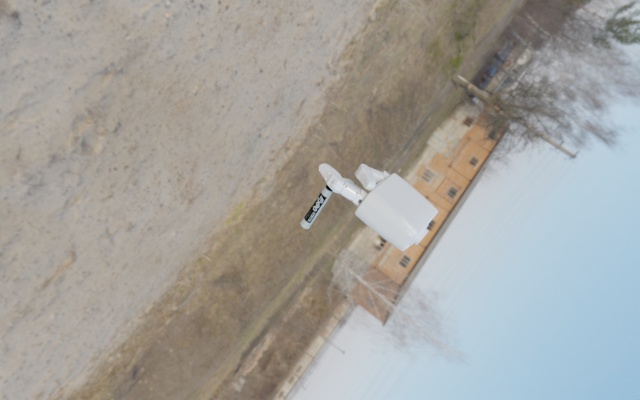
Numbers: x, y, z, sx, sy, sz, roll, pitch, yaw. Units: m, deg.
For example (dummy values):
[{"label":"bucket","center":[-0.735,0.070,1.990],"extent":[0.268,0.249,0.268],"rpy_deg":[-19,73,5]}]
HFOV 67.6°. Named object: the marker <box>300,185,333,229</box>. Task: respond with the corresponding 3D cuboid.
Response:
[{"label":"marker","center":[0.000,0.003,0.868],"extent":[0.020,0.121,0.020],"rpy_deg":[26,29,-15]}]
